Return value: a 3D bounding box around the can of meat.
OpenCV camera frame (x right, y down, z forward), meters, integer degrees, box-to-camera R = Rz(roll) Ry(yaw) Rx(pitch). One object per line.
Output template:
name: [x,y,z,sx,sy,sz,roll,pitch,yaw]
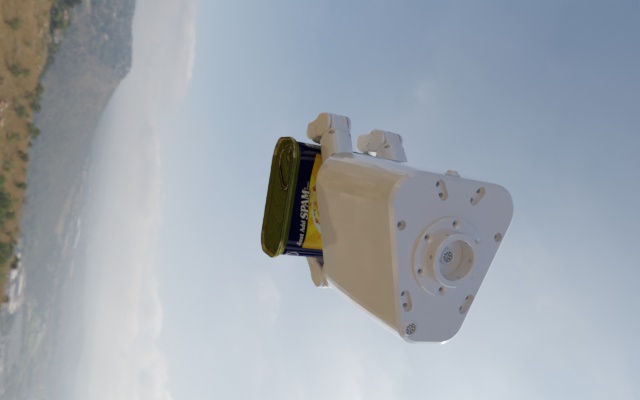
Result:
can of meat: [0.000,0.002,0.419,0.084,0.102,0.057,8,3,-23]
